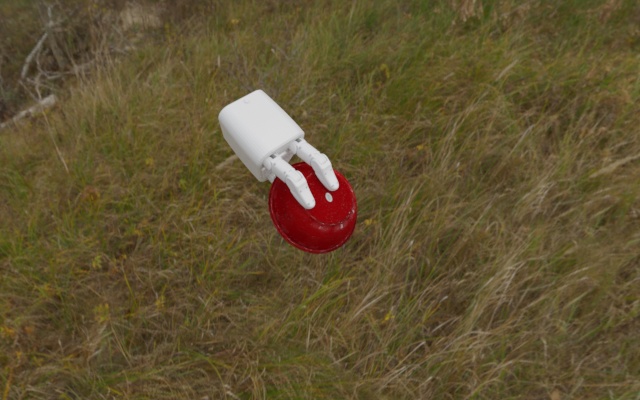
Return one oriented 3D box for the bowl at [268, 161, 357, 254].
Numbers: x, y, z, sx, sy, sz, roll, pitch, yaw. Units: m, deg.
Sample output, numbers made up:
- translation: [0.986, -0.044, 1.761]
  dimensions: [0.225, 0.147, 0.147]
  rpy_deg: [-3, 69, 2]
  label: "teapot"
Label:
- translation: [0.001, 0.003, 0.775]
  dimensions: [0.162, 0.162, 0.055]
  rpy_deg: [0, -17, -26]
  label: "bowl"
